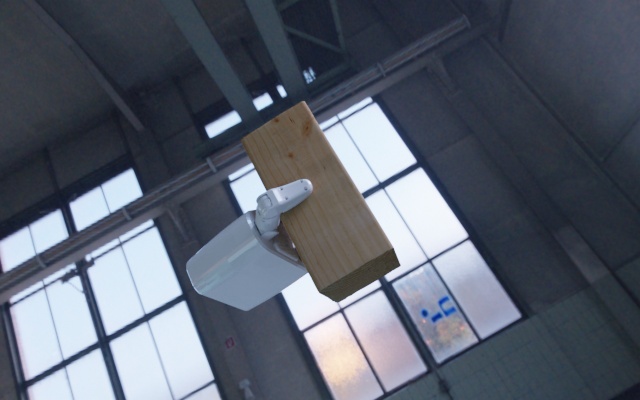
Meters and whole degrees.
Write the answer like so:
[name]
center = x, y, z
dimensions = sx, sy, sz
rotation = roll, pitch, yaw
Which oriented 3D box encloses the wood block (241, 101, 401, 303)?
[wood block]
center = 0.000, 0.002, 0.554
dimensions = 0.090, 0.206, 0.091
rotation = -31, -23, 3
